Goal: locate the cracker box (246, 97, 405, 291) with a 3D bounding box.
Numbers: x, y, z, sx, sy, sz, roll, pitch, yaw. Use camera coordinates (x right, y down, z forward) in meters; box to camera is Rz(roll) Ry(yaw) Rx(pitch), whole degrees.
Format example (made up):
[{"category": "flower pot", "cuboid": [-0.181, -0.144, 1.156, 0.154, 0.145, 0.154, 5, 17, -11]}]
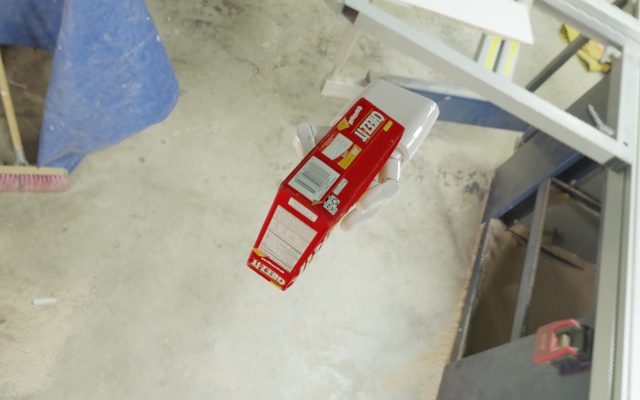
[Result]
[{"category": "cracker box", "cuboid": [0.000, 0.002, 0.581, 0.072, 0.164, 0.214, 37, -33, 4]}]
